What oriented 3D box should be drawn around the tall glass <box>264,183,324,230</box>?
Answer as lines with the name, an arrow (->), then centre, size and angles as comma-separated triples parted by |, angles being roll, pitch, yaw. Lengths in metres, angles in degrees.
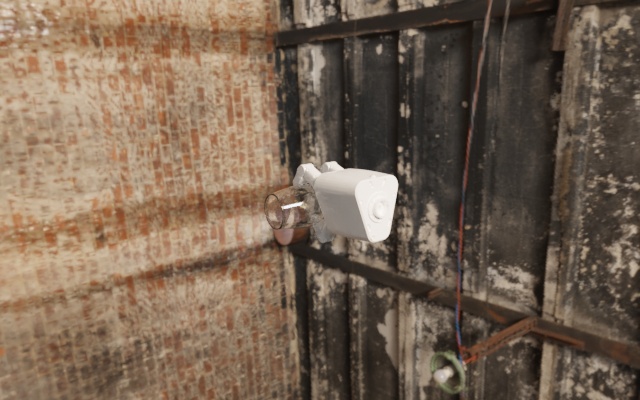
tall glass -> 0.001, 0.003, 0.864 | 0.201, 0.079, 0.079 | -12, 7, -35
